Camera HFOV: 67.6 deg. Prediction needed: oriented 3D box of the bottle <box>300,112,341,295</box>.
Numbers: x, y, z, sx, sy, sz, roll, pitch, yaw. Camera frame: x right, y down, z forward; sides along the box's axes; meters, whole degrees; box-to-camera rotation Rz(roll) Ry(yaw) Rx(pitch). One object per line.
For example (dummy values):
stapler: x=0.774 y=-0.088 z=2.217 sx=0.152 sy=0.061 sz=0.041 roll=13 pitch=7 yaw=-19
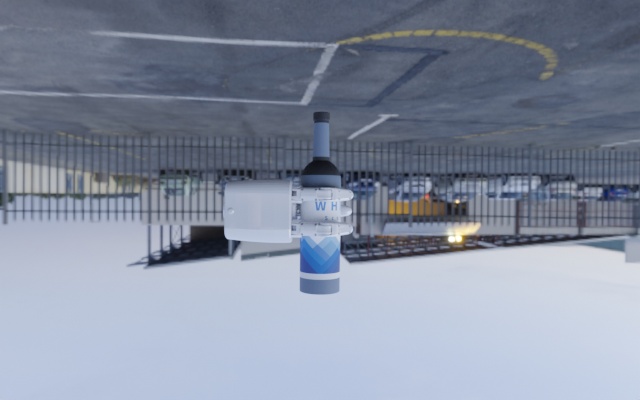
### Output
bottle: x=0.000 y=0.003 z=0.789 sx=0.069 sy=0.295 sz=0.069 roll=1 pitch=1 yaw=0
